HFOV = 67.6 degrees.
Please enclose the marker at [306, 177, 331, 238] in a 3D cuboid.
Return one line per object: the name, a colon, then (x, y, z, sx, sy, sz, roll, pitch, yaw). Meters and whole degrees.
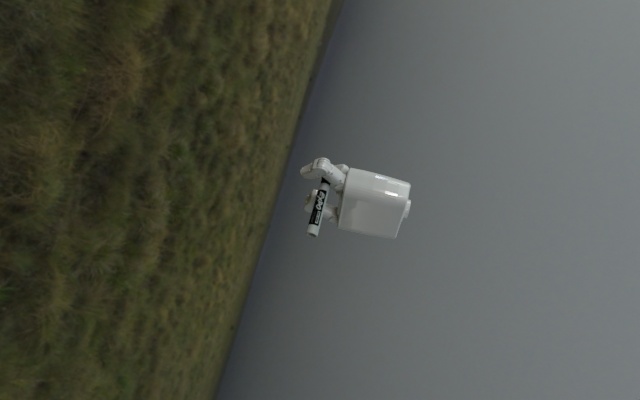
marker: (0.000, 0.003, 0.776, 0.020, 0.121, 0.020, 12, -26, 6)
